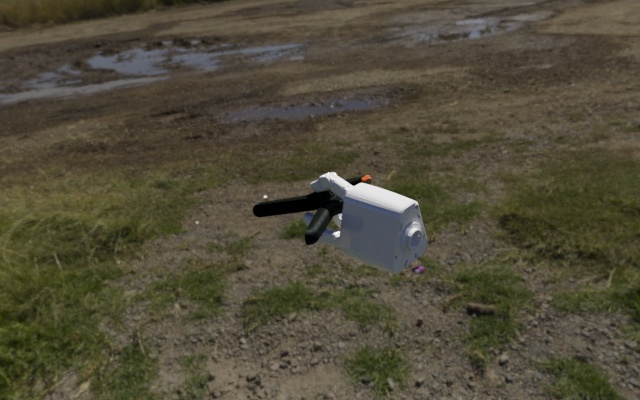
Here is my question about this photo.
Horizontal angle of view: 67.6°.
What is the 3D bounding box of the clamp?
[{"bbox_3d":[0.001,0.002,0.810,0.210,0.036,0.164,-28,33,-37],"label":"clamp"}]
